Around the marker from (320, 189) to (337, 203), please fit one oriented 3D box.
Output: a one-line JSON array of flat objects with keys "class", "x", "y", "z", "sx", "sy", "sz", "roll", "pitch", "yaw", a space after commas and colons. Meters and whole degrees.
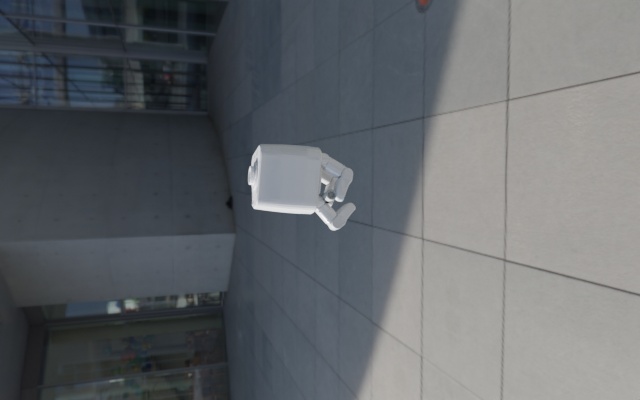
[{"class": "marker", "x": 0.000, "y": 0.003, "z": 0.867, "sx": 0.020, "sy": 0.020, "sz": 0.121, "roll": 0, "pitch": -12, "yaw": -18}]
